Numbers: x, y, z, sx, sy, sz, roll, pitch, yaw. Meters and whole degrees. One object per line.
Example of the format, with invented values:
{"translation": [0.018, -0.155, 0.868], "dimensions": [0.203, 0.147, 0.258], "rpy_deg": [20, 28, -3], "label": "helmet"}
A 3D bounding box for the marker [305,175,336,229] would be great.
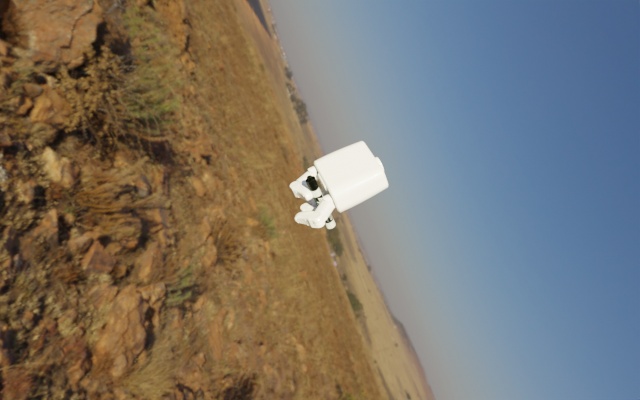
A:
{"translation": [0.000, 0.003, 0.877], "dimensions": [0.020, 0.121, 0.020], "rpy_deg": [-16, 35, 12], "label": "marker"}
